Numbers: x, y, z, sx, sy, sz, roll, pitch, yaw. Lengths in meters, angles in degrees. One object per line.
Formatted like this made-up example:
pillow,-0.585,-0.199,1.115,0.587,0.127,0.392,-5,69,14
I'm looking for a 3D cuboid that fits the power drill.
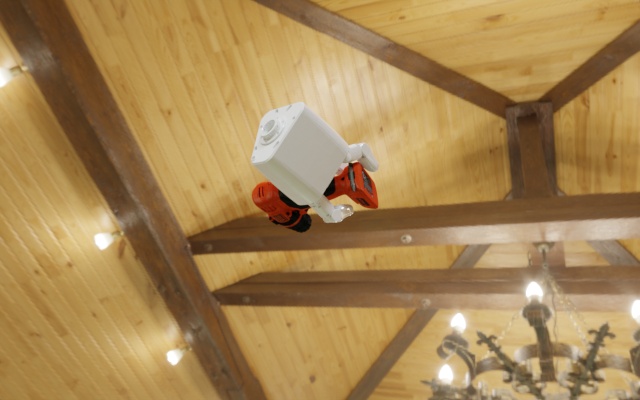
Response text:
power drill,0.000,0.002,0.821,0.187,0.057,0.184,-15,-23,17
